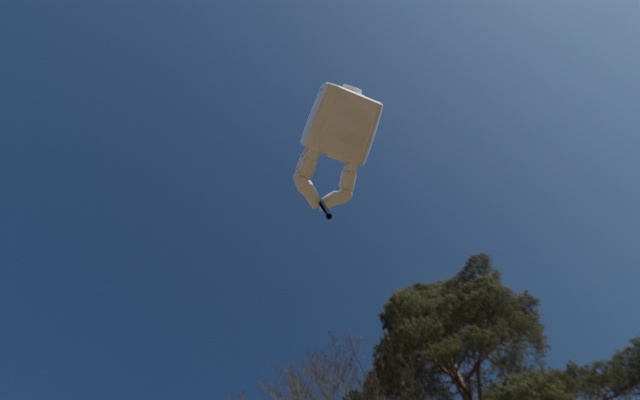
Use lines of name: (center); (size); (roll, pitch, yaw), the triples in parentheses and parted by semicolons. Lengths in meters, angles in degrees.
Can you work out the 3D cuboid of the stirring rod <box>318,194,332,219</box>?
stirring rod: (0.000, 0.003, 0.782); (0.011, 0.011, 0.239); (0, 9, -6)
